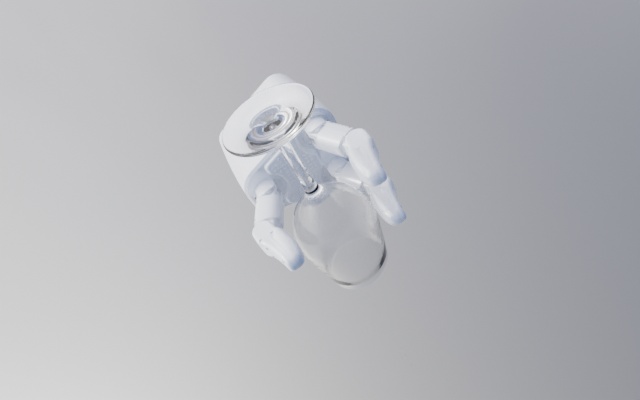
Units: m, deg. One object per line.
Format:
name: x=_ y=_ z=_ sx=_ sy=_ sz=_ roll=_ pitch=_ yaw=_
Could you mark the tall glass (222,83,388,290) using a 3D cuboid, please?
tall glass: x=0.000 y=0.001 z=0.409 sx=0.079 sy=0.079 sz=0.201 roll=0 pitch=-38 yaw=29
